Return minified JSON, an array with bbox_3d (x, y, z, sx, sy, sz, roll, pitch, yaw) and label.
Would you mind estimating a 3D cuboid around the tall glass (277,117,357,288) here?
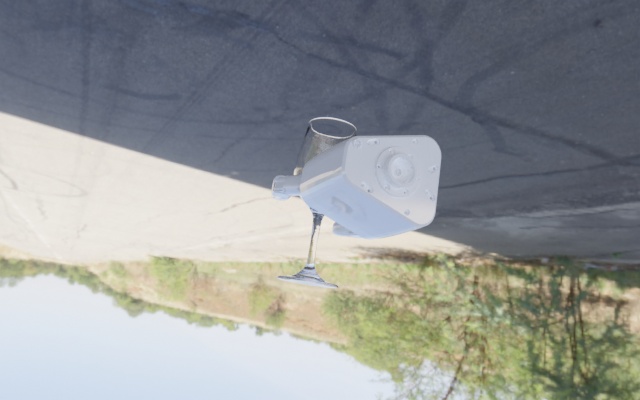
[{"bbox_3d":[0.000,0.003,0.588,0.079,0.201,0.079,9,-13,2],"label":"tall glass"}]
